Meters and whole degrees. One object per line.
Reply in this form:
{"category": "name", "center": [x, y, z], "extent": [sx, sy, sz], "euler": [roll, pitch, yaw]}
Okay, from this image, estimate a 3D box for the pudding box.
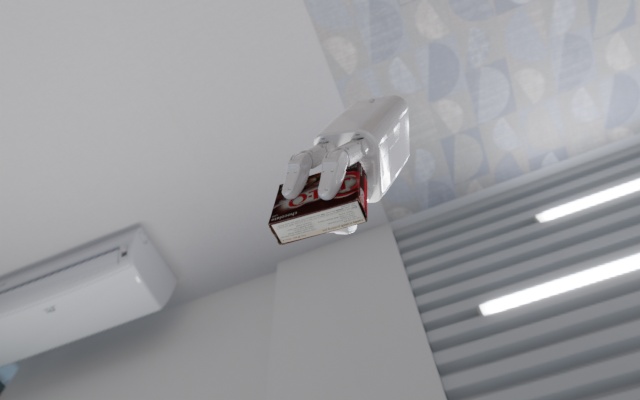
{"category": "pudding box", "center": [0.000, 0.002, 0.574], "extent": [0.113, 0.039, 0.090], "euler": [-18, 28, 16]}
